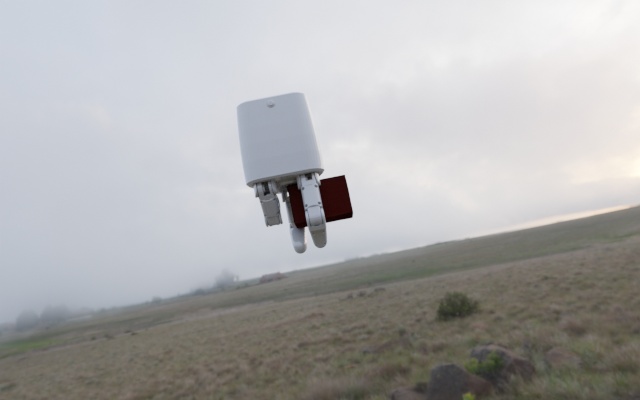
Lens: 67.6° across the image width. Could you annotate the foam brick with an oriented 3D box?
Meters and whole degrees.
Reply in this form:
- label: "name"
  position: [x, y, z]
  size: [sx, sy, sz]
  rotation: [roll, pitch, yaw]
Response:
- label: "foam brick"
  position: [0.000, 0.002, 0.621]
  size: [0.078, 0.051, 0.053]
  rotation: [-11, -10, -1]
